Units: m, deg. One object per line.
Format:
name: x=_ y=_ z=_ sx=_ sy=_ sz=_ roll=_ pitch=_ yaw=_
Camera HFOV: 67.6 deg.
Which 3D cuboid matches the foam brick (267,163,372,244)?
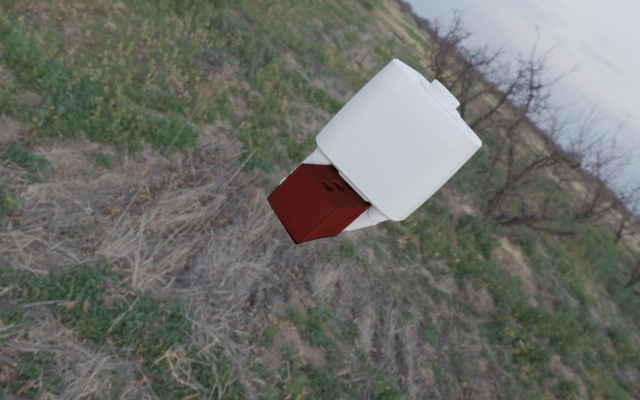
foam brick: x=0.000 y=0.002 z=0.441 sx=0.051 sy=0.053 sz=0.078 roll=-43 pitch=-17 yaw=24
